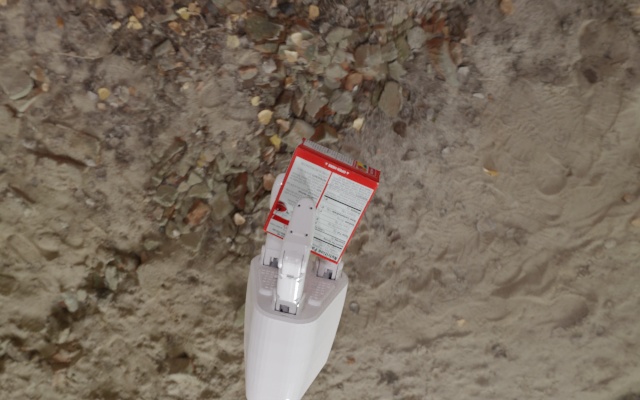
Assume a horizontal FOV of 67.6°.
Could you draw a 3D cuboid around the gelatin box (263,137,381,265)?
[{"bbox_3d":[0.000,0.001,0.410,0.073,0.089,0.030,24,26,-2],"label":"gelatin box"}]
